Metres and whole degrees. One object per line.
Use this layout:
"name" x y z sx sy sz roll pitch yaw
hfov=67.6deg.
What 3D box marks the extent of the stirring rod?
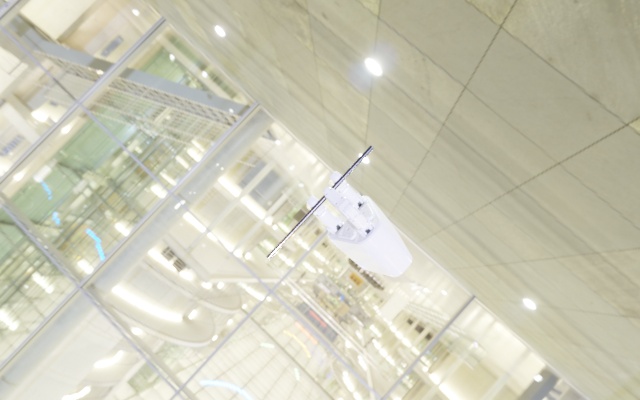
"stirring rod" 0.000 0.002 0.752 0.011 0.239 0.011 43 -4 4
